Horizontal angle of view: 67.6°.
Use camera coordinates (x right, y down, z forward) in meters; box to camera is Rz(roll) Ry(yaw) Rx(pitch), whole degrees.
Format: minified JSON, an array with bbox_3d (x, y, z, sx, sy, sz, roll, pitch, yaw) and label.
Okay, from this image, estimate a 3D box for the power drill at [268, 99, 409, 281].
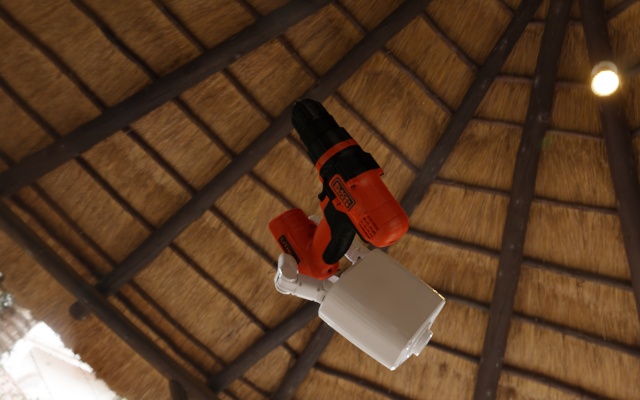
[{"bbox_3d":[0.000,0.002,0.551,0.057,0.184,0.188,-21,-21,-34],"label":"power drill"}]
